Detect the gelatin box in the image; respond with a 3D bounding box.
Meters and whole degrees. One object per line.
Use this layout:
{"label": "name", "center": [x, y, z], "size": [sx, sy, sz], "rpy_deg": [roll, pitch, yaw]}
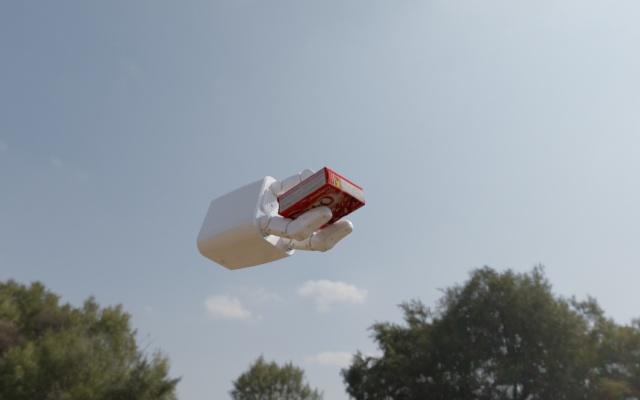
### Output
{"label": "gelatin box", "center": [0.000, 0.001, 0.610], "size": [0.089, 0.030, 0.073], "rpy_deg": [-32, -41, 31]}
